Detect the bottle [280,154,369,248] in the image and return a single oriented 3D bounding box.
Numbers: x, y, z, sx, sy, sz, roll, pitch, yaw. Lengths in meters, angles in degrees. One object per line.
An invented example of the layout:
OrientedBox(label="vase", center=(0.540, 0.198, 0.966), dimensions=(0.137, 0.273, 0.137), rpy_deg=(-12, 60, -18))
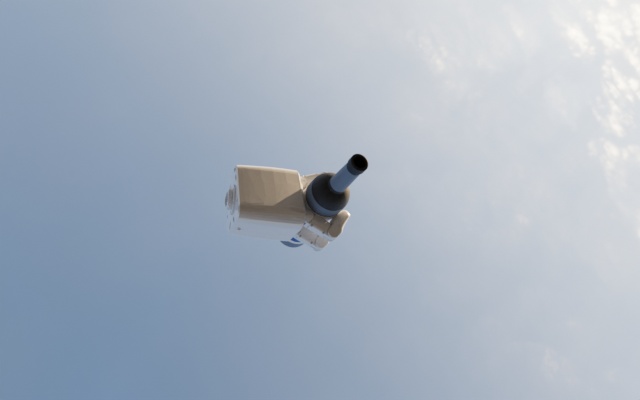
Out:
OrientedBox(label="bottle", center=(0.000, 0.003, 0.784), dimensions=(0.069, 0.069, 0.296), rpy_deg=(0, -22, -23))
